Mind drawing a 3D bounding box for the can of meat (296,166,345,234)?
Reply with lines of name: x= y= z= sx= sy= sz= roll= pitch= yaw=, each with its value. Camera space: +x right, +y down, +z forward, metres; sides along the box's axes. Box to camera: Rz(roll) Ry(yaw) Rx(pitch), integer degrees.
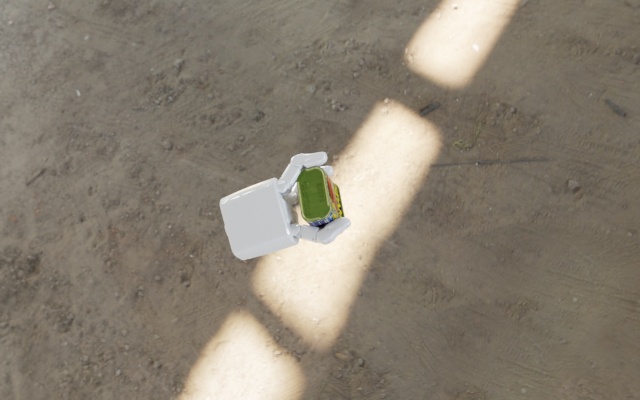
can of meat: x=0.000 y=0.003 z=0.808 sx=0.057 sy=0.102 sz=0.084 roll=-16 pitch=-25 yaw=13
